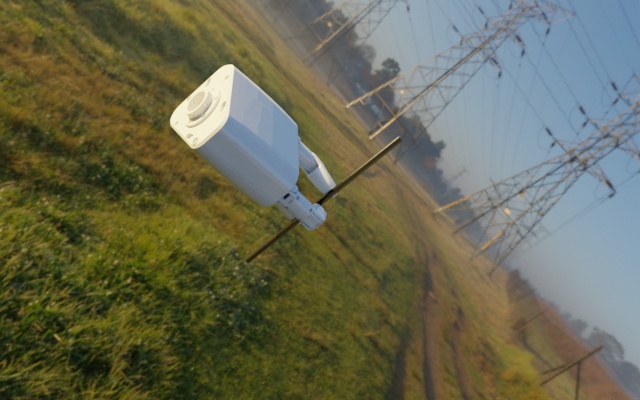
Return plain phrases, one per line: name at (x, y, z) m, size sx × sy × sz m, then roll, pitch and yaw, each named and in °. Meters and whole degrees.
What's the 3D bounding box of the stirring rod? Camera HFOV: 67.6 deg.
stirring rod at (0.000, 0.002, 0.575) m, size 0.239 × 0.011 × 0.011 m, roll -39°, pitch -9°, yaw 11°
